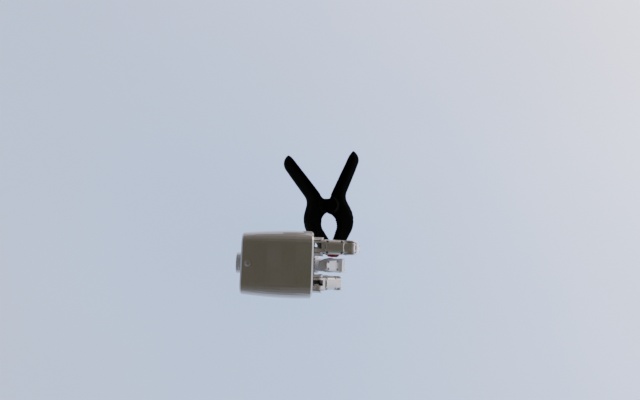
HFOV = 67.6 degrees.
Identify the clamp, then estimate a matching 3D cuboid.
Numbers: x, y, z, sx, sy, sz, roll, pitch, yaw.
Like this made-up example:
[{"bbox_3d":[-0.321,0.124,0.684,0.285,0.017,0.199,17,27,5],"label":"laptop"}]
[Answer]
[{"bbox_3d":[0.000,0.003,0.748,0.120,0.171,0.039,3,-10,-7],"label":"clamp"}]
